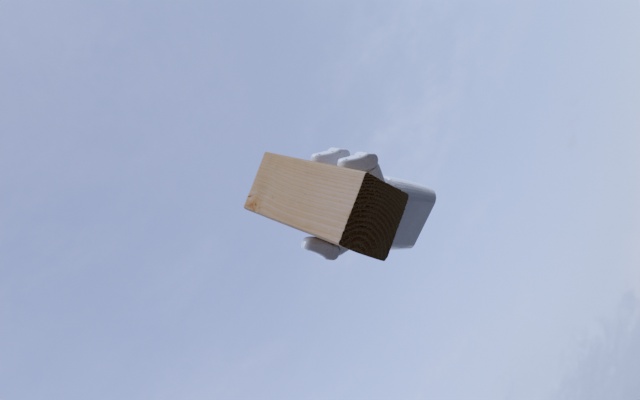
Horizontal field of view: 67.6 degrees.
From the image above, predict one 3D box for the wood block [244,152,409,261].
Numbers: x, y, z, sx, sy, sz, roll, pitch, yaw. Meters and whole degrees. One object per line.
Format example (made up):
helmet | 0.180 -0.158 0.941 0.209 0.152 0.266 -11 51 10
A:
wood block | 0.000 0.002 0.636 0.090 0.091 0.206 23 -5 -41
